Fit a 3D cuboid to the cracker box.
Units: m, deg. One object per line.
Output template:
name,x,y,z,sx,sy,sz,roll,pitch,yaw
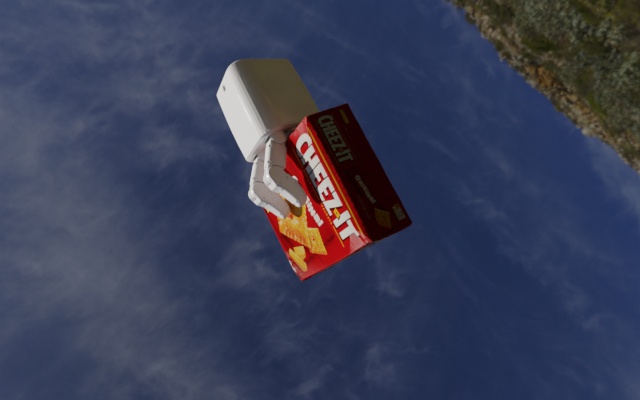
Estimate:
cracker box,0.000,0.002,0.626,0.072,0.164,0.214,-23,-9,-31
